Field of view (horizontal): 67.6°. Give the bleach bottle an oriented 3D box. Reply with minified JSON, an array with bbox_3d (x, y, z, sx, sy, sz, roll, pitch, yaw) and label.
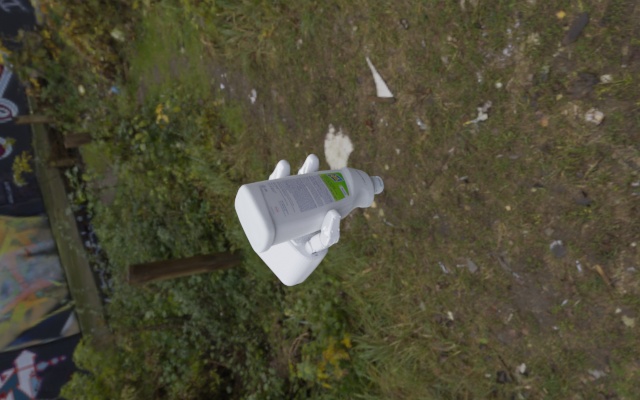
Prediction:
[{"bbox_3d":[0.000,0.002,0.750,0.251,0.102,0.068,-13,-28,-32],"label":"bleach bottle"}]
